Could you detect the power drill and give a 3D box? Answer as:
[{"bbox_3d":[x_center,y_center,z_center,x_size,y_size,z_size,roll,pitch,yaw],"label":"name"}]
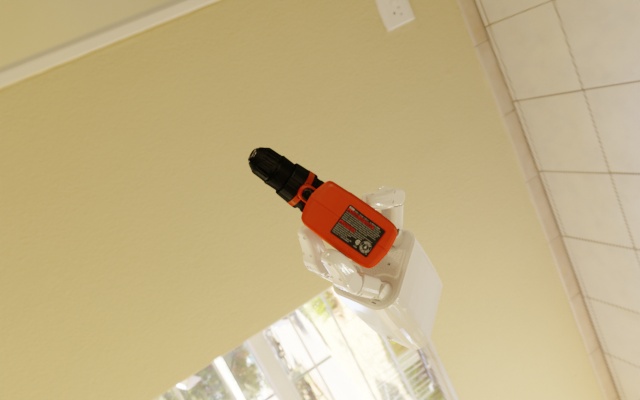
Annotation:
[{"bbox_3d":[0.000,0.002,0.564,0.184,0.057,0.187,34,2,-16],"label":"power drill"}]
